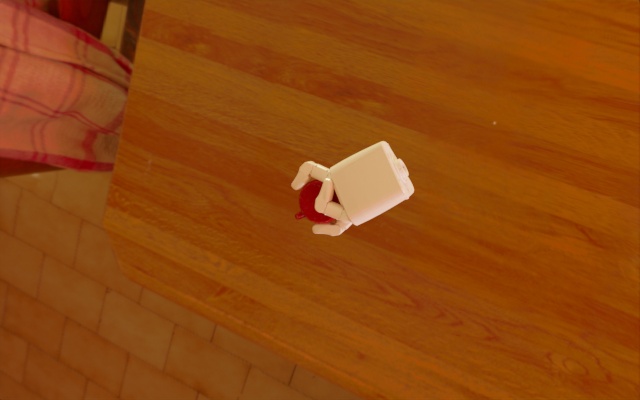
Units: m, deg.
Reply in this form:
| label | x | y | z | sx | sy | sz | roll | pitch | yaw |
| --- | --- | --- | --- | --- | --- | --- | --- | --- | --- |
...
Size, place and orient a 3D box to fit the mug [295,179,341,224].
| label | x | y | z | sx | sy | sz | roll | pitch | yaw |
| --- | --- | --- | --- | --- | --- | --- | --- | --- | --- |
| mug | -0.001 | 0.004 | 0.899 | 0.117 | 0.093 | 0.081 | -29 | -2 | 21 |
